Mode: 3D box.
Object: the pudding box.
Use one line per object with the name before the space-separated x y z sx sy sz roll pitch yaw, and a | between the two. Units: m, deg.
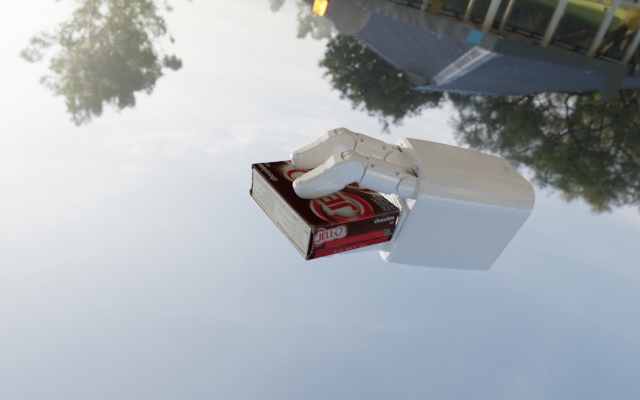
pudding box | 0.000 0.002 0.427 0.090 0.039 0.113 -8 32 -33
